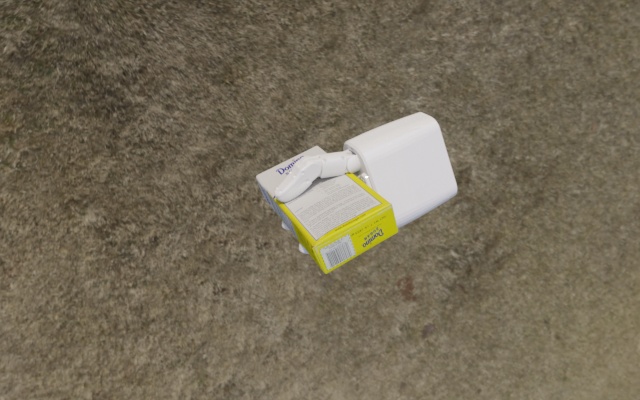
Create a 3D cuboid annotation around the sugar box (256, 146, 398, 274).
[{"bbox_3d":[0.000,0.002,0.547,0.093,0.048,0.176,-28,33,-12],"label":"sugar box"}]
